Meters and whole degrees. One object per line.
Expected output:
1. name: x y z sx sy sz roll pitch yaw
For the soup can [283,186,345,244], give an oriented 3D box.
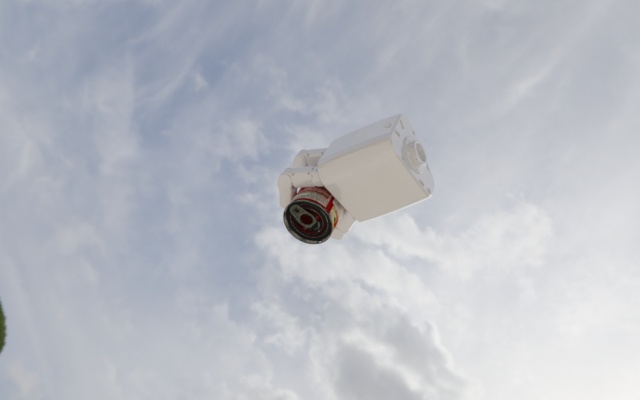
1. soup can: 0.000 0.002 0.646 0.068 0.068 0.102 0 32 23
